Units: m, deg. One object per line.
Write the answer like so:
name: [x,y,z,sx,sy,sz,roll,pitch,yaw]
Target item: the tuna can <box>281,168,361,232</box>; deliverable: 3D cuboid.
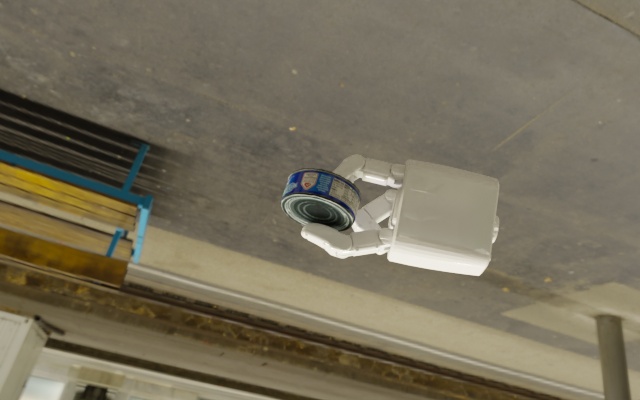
tuna can: [0.000,0.002,0.532,0.086,0.033,0.086,13,-28,7]
